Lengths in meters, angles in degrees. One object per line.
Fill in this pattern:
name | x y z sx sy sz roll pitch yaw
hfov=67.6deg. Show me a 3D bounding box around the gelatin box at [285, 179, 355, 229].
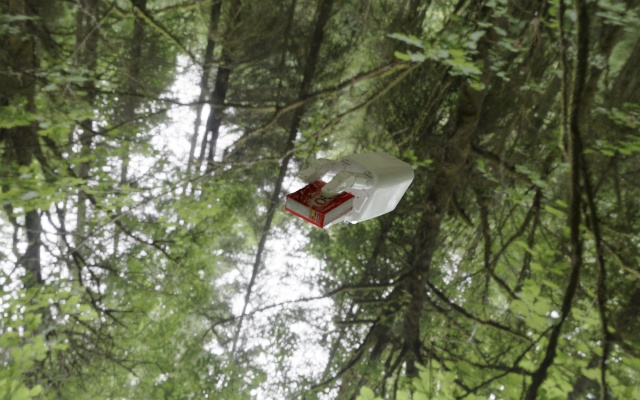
gelatin box | 0.000 0.003 0.748 0.073 0.030 0.089 26 34 27
